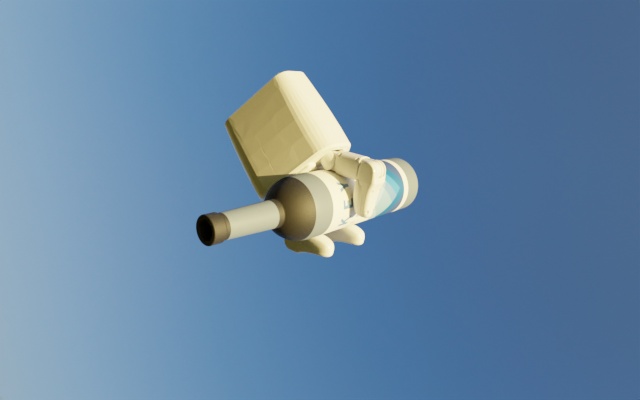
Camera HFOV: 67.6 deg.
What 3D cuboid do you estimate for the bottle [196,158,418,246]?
[{"bbox_3d":[0.000,0.002,0.507,0.069,0.069,0.295,0,9,42],"label":"bottle"}]
